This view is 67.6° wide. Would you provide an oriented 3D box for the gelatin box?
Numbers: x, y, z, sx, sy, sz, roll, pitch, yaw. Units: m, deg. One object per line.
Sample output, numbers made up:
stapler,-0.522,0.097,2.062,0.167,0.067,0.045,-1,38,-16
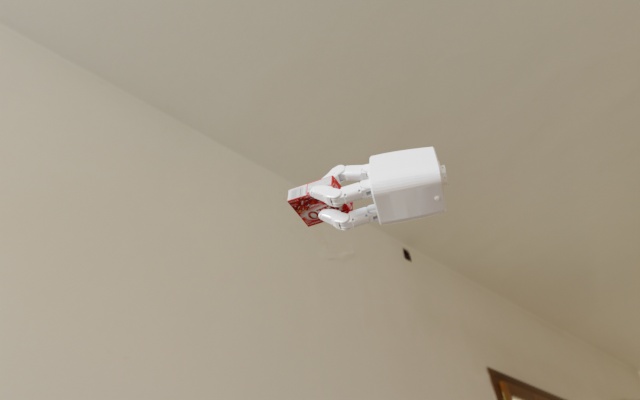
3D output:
gelatin box,0.000,0.002,0.801,0.089,0.030,0.073,-17,-47,23
